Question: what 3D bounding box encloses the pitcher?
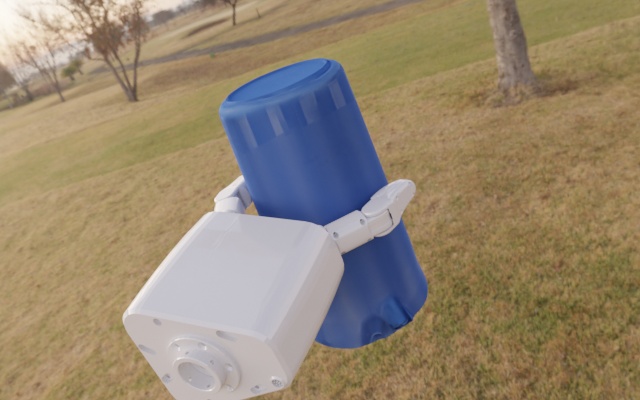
[{"bbox_3d":[0.000,0.002,0.445,0.149,0.243,0.145,-8,29,27],"label":"pitcher"}]
